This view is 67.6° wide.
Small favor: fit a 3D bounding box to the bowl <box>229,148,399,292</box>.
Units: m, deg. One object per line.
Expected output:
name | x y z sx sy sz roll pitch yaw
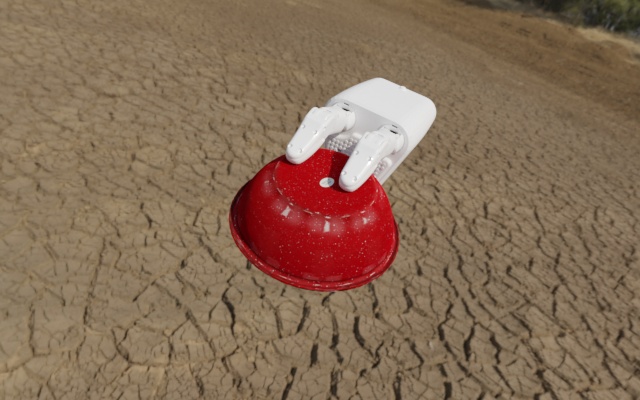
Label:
bowl | 0.000 0.002 0.431 0.162 0.055 0.162 7 43 -7
